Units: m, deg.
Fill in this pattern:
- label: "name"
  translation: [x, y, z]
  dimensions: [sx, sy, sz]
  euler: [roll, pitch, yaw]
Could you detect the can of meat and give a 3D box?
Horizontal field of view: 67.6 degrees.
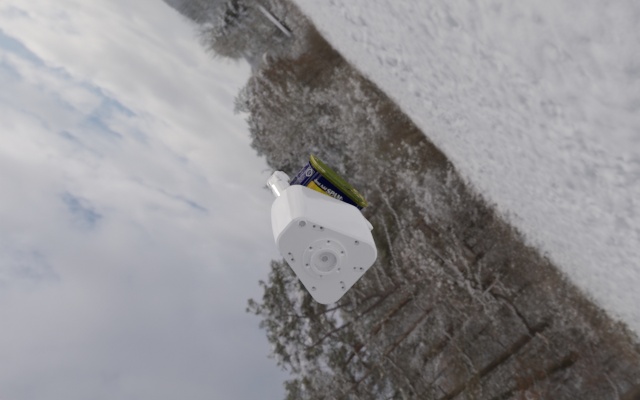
- label: "can of meat"
  translation: [0.000, 0.002, 0.661]
  dimensions: [0.102, 0.084, 0.057]
  euler: [38, 11, -20]
